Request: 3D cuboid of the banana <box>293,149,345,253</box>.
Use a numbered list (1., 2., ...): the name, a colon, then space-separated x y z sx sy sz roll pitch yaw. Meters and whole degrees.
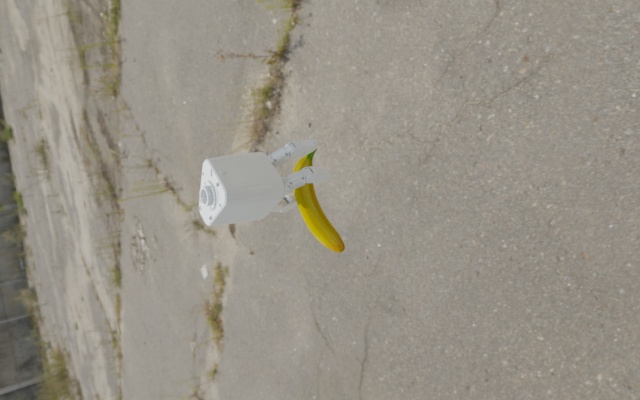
1. banana: -0.011 0.006 0.851 0.037 0.197 0.070 -8 -14 -39
